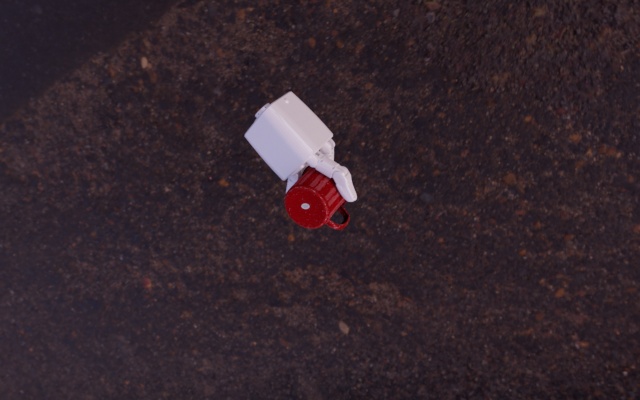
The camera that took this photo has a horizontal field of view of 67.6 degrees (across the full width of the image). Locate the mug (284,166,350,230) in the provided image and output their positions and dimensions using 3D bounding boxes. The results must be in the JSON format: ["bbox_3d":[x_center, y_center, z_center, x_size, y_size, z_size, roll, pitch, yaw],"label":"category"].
[{"bbox_3d":[0.001,0.004,0.801,0.093,0.117,0.081,-41,5,38],"label":"mug"}]
